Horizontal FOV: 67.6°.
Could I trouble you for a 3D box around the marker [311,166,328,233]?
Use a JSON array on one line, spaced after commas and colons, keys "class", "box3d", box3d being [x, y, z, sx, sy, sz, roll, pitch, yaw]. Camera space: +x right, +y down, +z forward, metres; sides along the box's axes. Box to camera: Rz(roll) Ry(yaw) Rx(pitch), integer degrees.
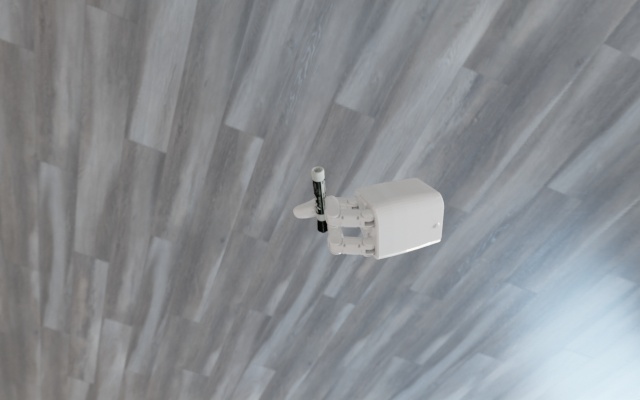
[{"class": "marker", "box3d": [0.000, 0.002, 0.738, 0.020, 0.121, 0.020, -4, 38, 3]}]
